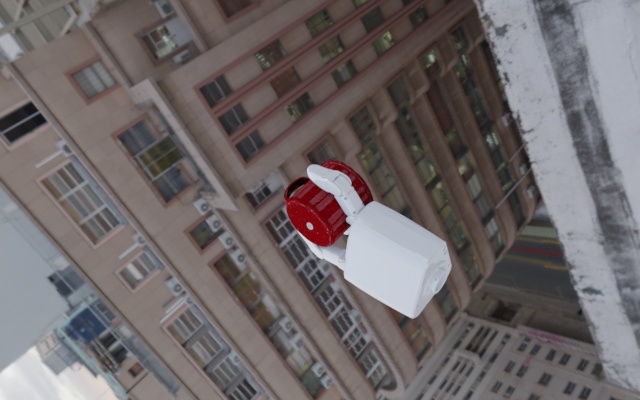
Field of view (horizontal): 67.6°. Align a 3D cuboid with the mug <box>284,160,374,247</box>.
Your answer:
[{"bbox_3d":[-0.001,0.002,0.638,0.117,0.093,0.081,28,57,32],"label":"mug"}]
